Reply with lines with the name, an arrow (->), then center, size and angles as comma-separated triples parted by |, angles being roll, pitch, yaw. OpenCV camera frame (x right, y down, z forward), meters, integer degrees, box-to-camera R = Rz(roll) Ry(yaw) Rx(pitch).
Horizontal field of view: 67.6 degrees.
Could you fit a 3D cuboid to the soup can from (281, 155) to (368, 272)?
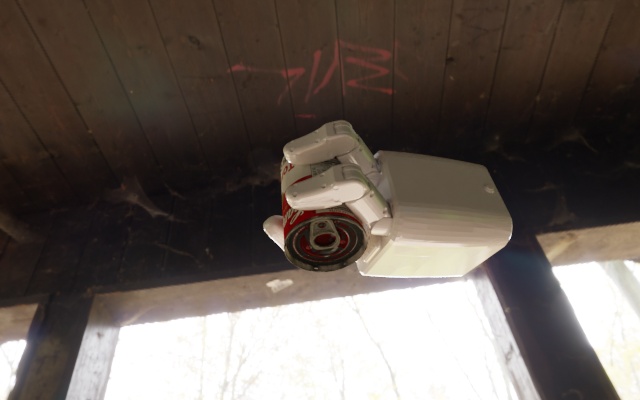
soup can -> 0.000, 0.001, 0.417 | 0.068, 0.102, 0.069 | -4, -45, -4
